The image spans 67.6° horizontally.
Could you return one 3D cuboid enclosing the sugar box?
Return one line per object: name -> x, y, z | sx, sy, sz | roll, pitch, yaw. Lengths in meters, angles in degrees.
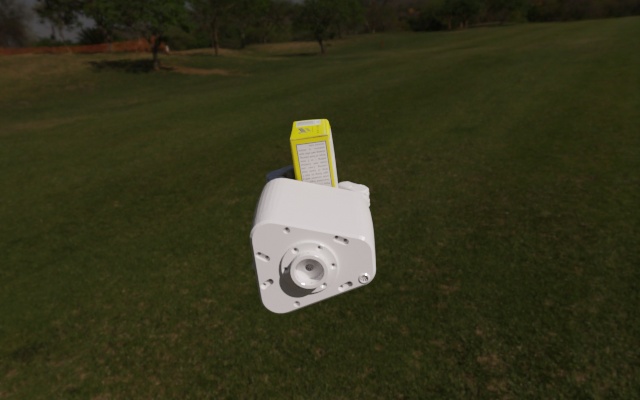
sugar box -> 0.000, 0.002, 0.547 | 0.048, 0.176, 0.093 | -5, 20, 2
